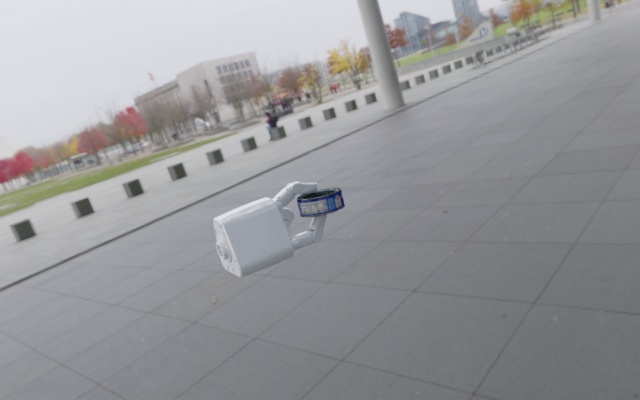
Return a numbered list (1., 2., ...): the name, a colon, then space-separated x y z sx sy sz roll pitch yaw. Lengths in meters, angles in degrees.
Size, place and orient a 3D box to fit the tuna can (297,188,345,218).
1. tuna can: 0.000 0.002 0.879 0.086 0.034 0.086 -12 10 2
